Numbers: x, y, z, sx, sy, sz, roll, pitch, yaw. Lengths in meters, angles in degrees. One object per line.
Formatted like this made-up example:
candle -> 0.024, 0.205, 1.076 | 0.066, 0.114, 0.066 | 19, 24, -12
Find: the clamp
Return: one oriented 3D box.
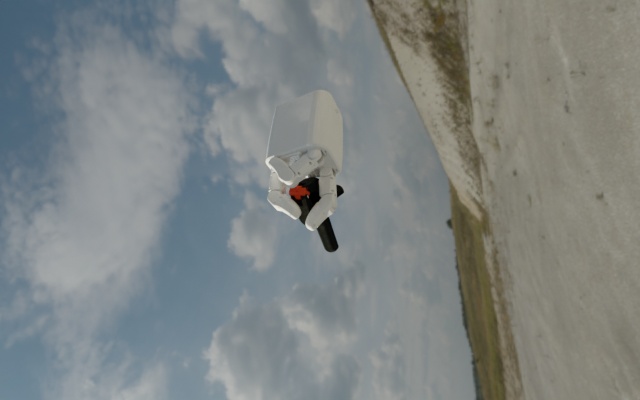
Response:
clamp -> -0.001, 0.003, 0.782 | 0.039, 0.120, 0.171 | -5, -28, 19
